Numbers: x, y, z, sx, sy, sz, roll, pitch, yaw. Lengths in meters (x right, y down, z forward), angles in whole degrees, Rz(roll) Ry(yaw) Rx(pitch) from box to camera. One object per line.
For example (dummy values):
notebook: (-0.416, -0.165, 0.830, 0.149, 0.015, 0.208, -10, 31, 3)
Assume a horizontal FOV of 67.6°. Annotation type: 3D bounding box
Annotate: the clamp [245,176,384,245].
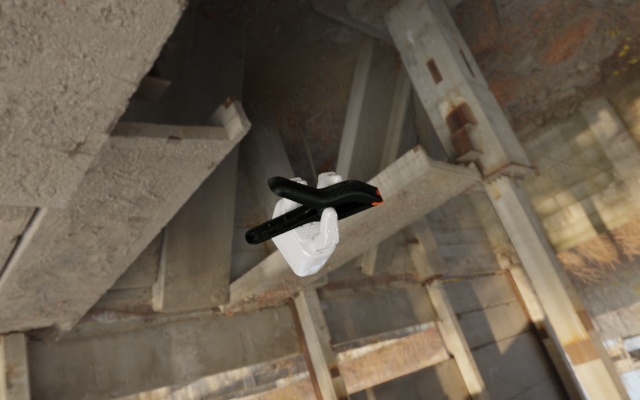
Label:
clamp: (0.001, 0.003, 0.684, 0.210, 0.036, 0.165, -12, -25, -19)
